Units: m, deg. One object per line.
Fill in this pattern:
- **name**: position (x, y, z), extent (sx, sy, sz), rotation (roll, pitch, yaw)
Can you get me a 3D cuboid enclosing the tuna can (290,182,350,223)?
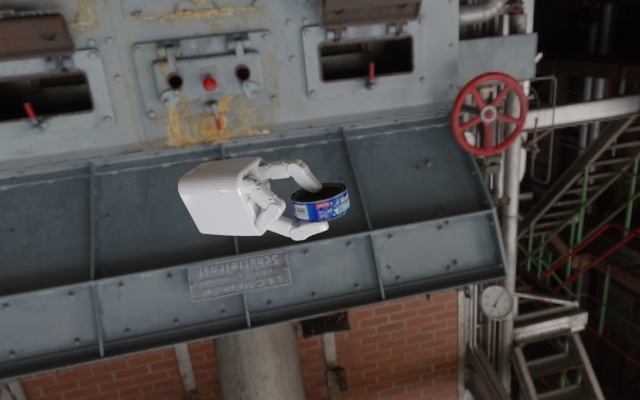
- **tuna can**: position (0.000, 0.003, 0.713), extent (0.086, 0.034, 0.086), rotation (-10, 18, 3)
